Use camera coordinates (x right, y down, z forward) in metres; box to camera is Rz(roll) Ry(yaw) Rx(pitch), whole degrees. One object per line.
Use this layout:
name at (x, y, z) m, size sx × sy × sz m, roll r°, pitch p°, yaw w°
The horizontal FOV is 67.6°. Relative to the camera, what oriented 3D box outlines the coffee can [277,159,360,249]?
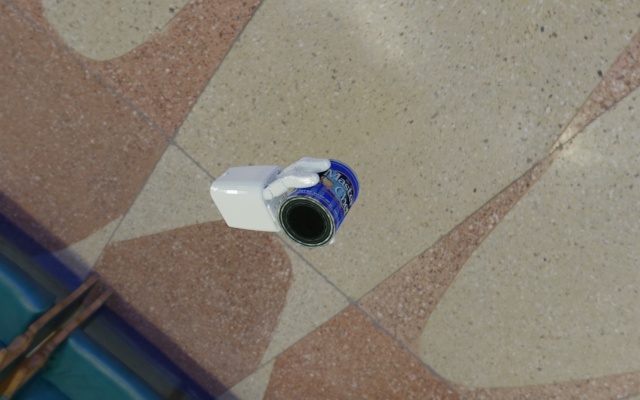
coffee can at (0.000, 0.003, 0.829) m, size 0.103 × 0.103 × 0.140 m, roll 0°, pitch 29°, yaw 24°
